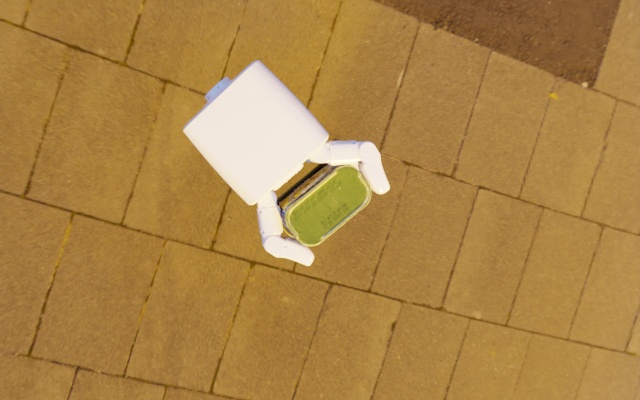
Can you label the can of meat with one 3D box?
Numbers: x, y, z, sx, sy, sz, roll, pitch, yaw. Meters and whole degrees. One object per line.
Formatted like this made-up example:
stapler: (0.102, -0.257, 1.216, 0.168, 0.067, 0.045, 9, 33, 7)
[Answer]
can of meat: (0.000, 0.002, 0.534, 0.102, 0.057, 0.084, -40, 12, -7)
